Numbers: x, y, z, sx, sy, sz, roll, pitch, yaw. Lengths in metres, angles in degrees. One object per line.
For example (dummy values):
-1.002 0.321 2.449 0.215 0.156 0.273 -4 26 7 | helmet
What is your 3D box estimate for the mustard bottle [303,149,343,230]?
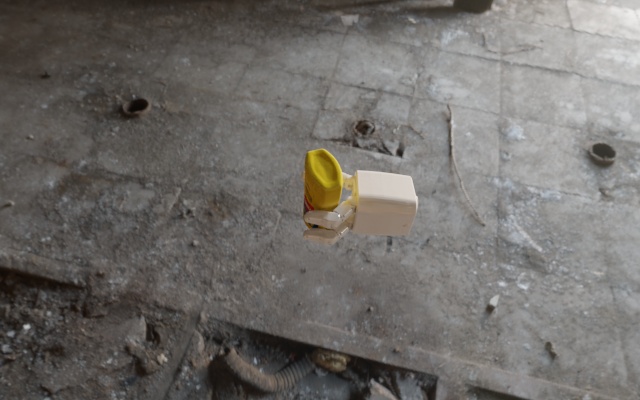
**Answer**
0.000 0.003 0.872 0.058 0.096 0.192 -16 -35 -15 | mustard bottle
